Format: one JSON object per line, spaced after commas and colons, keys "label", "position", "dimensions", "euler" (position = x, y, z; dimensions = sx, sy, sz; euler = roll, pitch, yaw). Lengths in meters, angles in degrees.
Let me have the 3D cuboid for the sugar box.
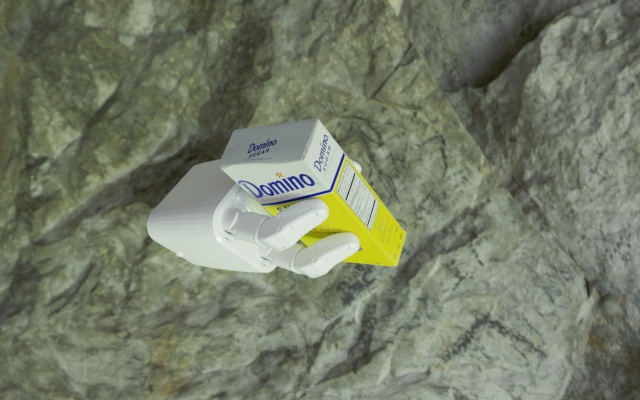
{"label": "sugar box", "position": [0.000, 0.002, 0.432], "dimensions": [0.093, 0.048, 0.176], "euler": [-1, -30, 36]}
